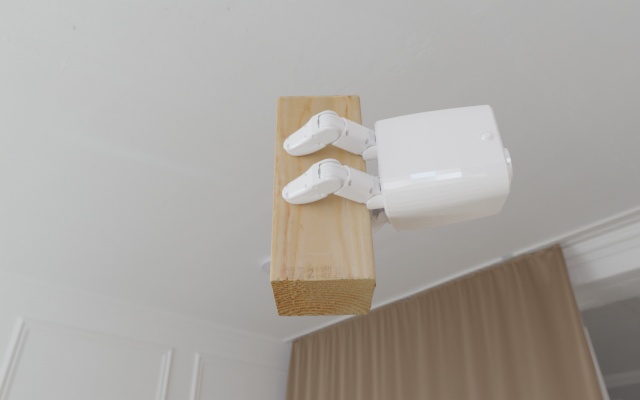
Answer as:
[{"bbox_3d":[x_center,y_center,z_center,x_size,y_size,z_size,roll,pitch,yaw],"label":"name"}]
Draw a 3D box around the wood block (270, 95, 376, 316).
[{"bbox_3d":[0.000,0.002,0.479,0.090,0.206,0.091,-1,-33,0],"label":"wood block"}]
